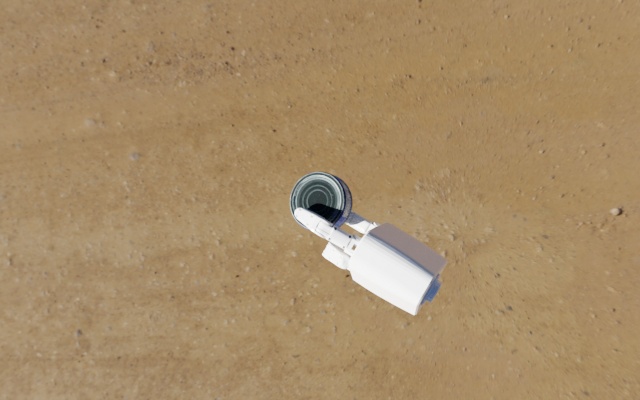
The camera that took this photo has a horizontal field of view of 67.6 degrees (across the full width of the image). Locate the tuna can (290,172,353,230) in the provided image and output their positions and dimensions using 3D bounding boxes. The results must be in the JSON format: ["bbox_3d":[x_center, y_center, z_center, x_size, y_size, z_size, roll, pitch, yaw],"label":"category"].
[{"bbox_3d":[0.000,0.002,0.681,0.086,0.086,0.034,0,-6,21],"label":"tuna can"}]
